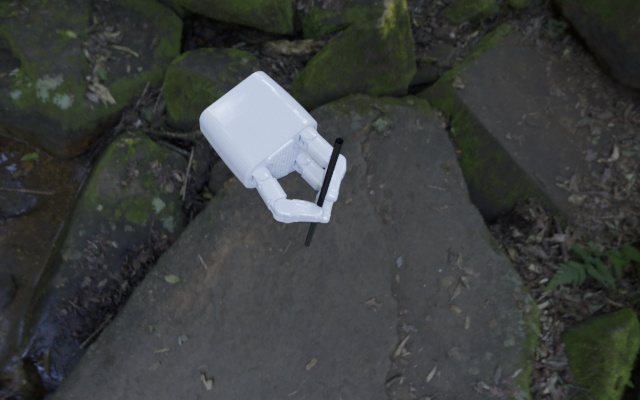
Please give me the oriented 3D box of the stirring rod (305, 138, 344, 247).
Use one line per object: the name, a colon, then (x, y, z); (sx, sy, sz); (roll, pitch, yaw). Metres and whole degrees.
stirring rod: (0.000, 0.002, 0.561); (0.011, 0.011, 0.240); (0, -29, -10)
